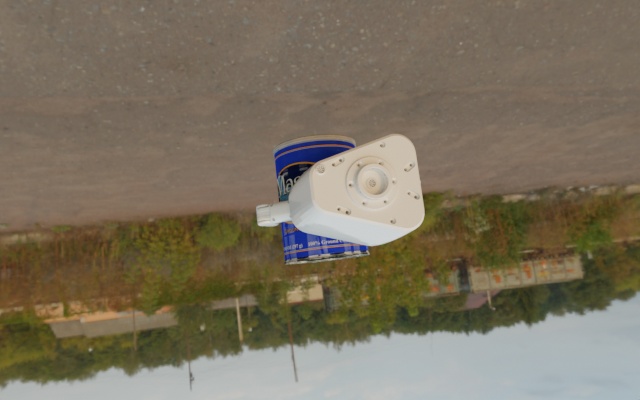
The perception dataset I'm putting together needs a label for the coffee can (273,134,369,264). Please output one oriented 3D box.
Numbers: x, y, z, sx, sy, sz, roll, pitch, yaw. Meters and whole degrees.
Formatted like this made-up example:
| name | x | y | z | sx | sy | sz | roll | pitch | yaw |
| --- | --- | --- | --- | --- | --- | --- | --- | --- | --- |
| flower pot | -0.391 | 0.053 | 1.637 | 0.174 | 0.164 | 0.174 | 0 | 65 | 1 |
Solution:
| name | x | y | z | sx | sy | sz | roll | pitch | yaw |
| --- | --- | --- | --- | --- | --- | --- | --- | --- | --- |
| coffee can | 0.000 | 0.002 | 0.581 | 0.103 | 0.140 | 0.103 | -6 | -9 | -1 |
